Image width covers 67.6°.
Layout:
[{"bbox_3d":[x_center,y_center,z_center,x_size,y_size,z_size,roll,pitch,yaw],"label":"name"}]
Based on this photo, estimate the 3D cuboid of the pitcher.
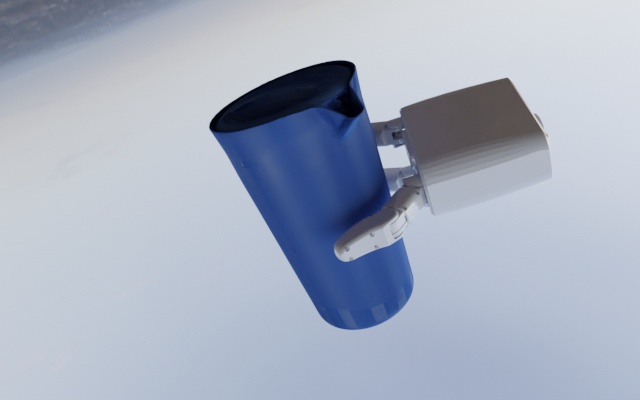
[{"bbox_3d":[0.000,0.001,0.461,0.145,0.243,0.149,-18,28,9],"label":"pitcher"}]
